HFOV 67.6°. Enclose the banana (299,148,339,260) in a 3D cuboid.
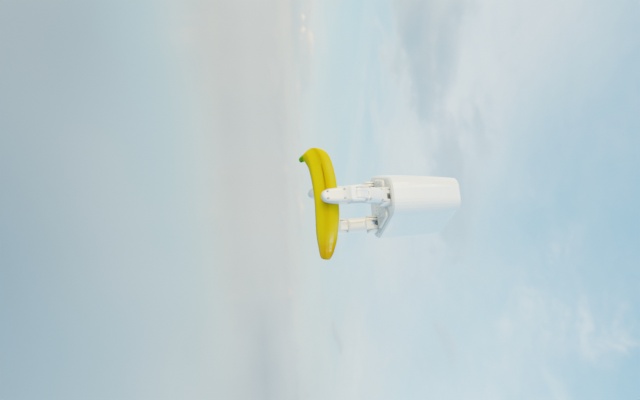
[{"bbox_3d":[0.003,-0.012,0.698,0.037,0.197,0.070,-1,-38,-14],"label":"banana"}]
